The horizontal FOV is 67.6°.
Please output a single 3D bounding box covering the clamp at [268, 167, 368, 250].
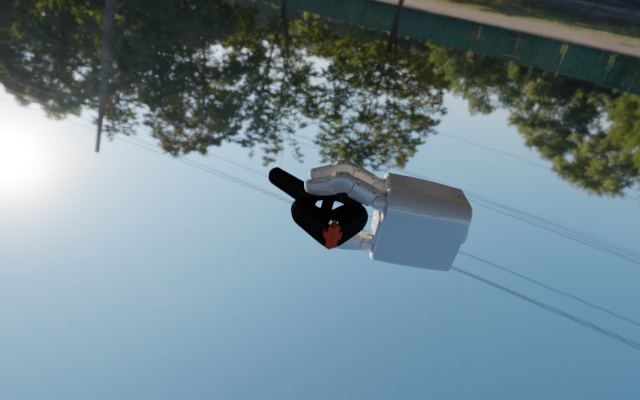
[{"bbox_3d":[0.000,0.003,0.615,0.164,0.036,0.210,8,21,2],"label":"clamp"}]
